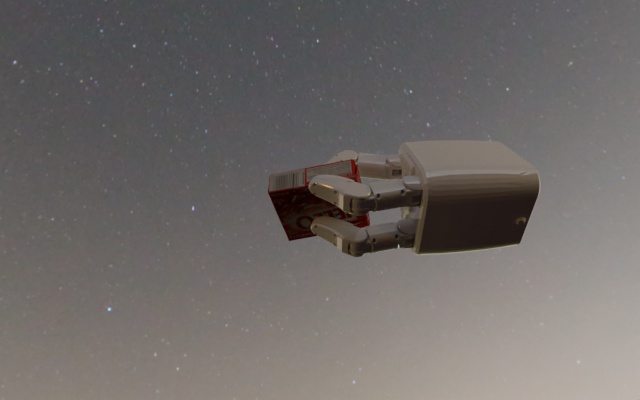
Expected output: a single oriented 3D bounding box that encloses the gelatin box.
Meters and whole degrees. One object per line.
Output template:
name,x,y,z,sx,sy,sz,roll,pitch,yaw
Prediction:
gelatin box,0.000,0.001,0.481,0.089,0.030,0.073,-10,-46,9
